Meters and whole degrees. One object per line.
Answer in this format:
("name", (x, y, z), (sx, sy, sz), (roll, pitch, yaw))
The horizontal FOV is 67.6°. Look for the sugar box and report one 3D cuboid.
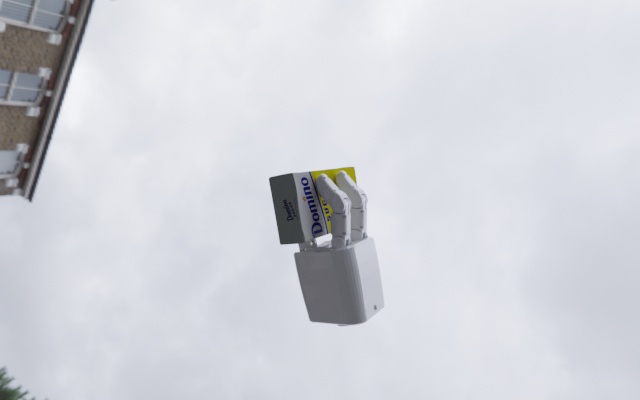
("sugar box", (0.001, 0.002, 0.686), (0.048, 0.093, 0.176), (-9, 3, 29))
